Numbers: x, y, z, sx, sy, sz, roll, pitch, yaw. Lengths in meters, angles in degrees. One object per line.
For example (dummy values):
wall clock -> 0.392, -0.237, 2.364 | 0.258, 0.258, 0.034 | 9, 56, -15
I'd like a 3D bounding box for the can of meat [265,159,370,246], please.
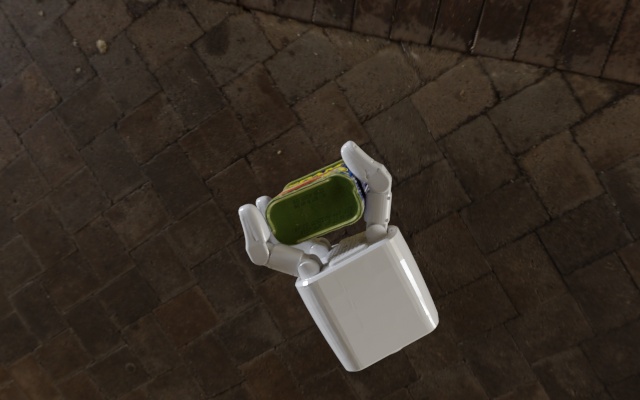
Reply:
can of meat -> 0.000, 0.002, 0.496 | 0.102, 0.057, 0.084 | -23, 8, 15
